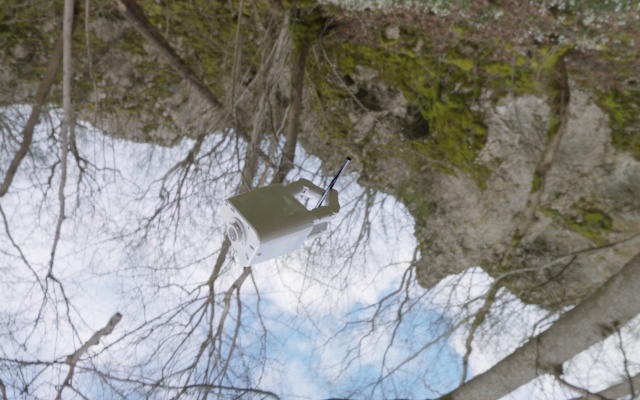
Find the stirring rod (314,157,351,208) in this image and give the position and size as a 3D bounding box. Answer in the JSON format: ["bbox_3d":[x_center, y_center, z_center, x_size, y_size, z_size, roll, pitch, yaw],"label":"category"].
[{"bbox_3d":[0.000,0.003,0.862,0.011,0.011,0.240,0,-36,-28],"label":"stirring rod"}]
